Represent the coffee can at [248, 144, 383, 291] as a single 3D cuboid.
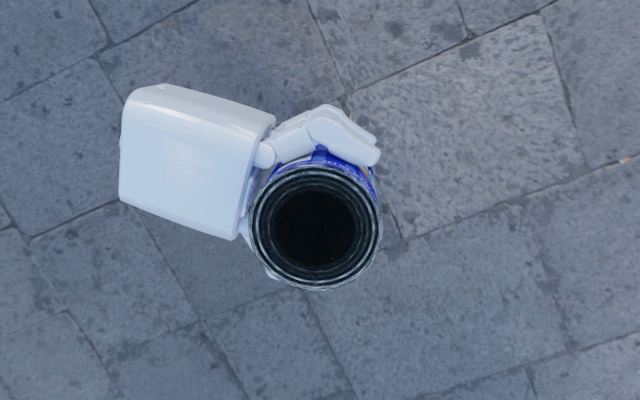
[{"bbox_3d":[0.000,0.001,0.425,0.103,0.103,0.140,0,18,4],"label":"coffee can"}]
